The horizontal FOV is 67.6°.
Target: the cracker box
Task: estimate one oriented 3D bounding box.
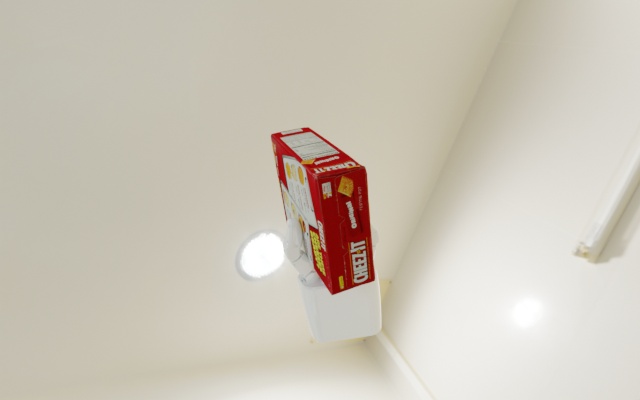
[{"bbox_3d":[0.000,0.002,0.666,0.072,0.164,0.213,-15,25,-15],"label":"cracker box"}]
